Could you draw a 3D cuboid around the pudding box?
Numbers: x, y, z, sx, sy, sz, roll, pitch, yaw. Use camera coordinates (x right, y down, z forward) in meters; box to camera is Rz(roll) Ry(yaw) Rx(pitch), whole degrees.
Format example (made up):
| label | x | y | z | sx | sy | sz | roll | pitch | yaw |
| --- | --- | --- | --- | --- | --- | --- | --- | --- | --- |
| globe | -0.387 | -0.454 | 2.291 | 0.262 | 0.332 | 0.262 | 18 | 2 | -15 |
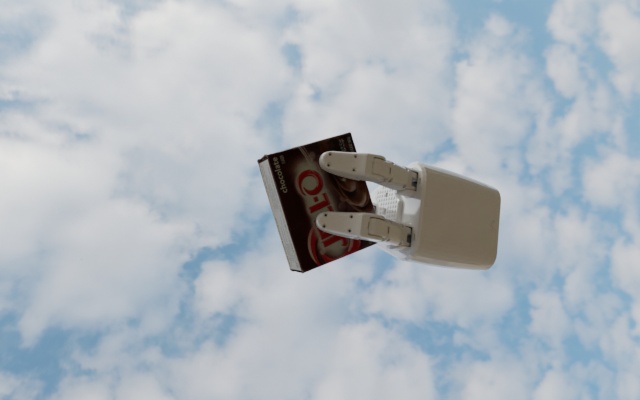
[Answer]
| label | x | y | z | sx | sy | sz | roll | pitch | yaw |
| --- | --- | --- | --- | --- | --- | --- | --- | --- | --- |
| pudding box | 0.000 | 0.001 | 0.453 | 0.090 | 0.113 | 0.039 | -19 | 2 | -26 |
